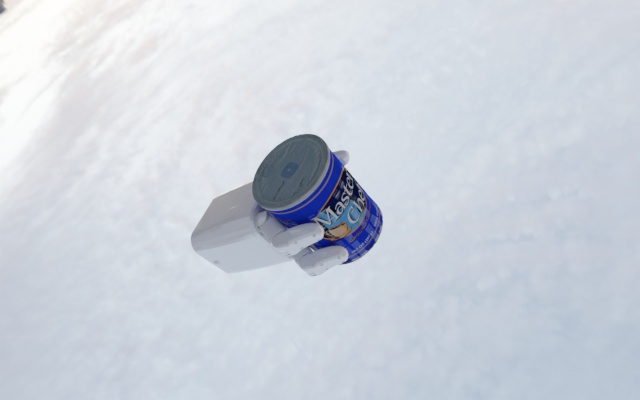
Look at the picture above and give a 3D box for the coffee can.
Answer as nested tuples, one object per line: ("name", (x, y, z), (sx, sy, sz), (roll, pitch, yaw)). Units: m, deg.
("coffee can", (0.000, 0.002, 0.581), (0.103, 0.102, 0.140), (0, -32, 38))
